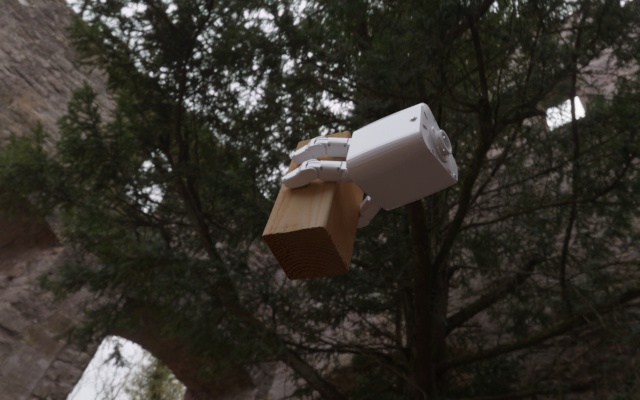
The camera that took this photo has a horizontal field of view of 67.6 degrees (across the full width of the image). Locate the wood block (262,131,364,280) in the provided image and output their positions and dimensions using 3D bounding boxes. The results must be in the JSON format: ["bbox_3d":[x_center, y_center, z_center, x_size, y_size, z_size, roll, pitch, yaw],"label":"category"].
[{"bbox_3d":[0.001,0.002,0.681,0.090,0.091,0.206,-10,38,23],"label":"wood block"}]
